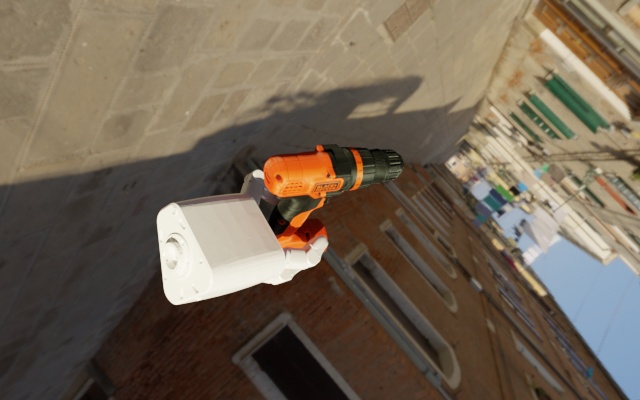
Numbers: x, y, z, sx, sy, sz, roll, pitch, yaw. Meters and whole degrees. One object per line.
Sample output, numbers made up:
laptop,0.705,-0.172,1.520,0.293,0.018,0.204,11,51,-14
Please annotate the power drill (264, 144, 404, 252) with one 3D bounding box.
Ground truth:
power drill,0.000,0.002,0.621,0.184,0.057,0.188,-5,-36,-26
